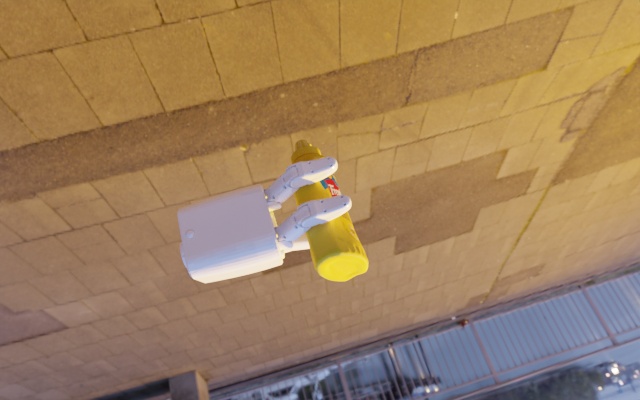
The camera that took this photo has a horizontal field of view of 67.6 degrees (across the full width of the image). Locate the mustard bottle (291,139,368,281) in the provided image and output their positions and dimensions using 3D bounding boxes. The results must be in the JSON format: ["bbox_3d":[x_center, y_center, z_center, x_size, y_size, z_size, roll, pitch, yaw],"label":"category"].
[{"bbox_3d":[0.000,0.002,0.602,0.058,0.191,0.096,-28,-30,15],"label":"mustard bottle"}]
